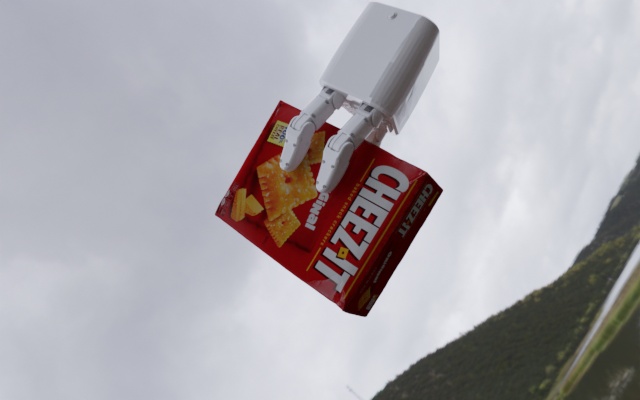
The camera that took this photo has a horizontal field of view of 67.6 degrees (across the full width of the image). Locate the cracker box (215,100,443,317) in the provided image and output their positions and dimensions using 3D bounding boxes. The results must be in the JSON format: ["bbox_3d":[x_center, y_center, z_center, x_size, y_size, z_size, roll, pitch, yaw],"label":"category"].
[{"bbox_3d":[0.000,0.002,0.542,0.213,0.164,0.072,31,1,32],"label":"cracker box"}]
